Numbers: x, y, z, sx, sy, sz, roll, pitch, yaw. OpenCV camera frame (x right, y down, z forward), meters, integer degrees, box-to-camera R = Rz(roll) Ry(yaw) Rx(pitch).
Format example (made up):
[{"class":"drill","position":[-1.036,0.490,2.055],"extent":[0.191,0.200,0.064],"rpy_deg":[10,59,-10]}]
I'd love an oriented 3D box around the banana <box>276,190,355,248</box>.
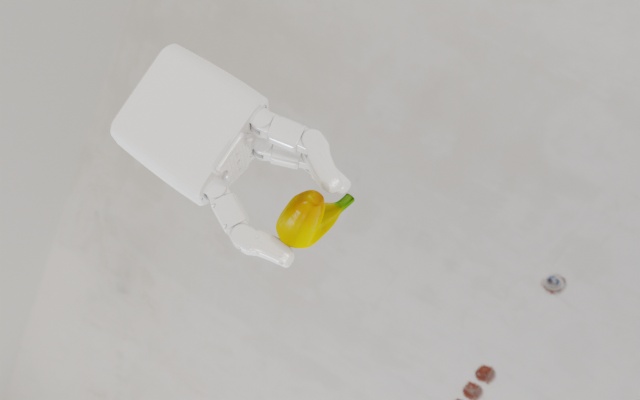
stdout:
[{"class":"banana","position":[-0.011,0.016,0.448],"extent":[0.037,0.069,0.198],"rpy_deg":[39,7,7]}]
